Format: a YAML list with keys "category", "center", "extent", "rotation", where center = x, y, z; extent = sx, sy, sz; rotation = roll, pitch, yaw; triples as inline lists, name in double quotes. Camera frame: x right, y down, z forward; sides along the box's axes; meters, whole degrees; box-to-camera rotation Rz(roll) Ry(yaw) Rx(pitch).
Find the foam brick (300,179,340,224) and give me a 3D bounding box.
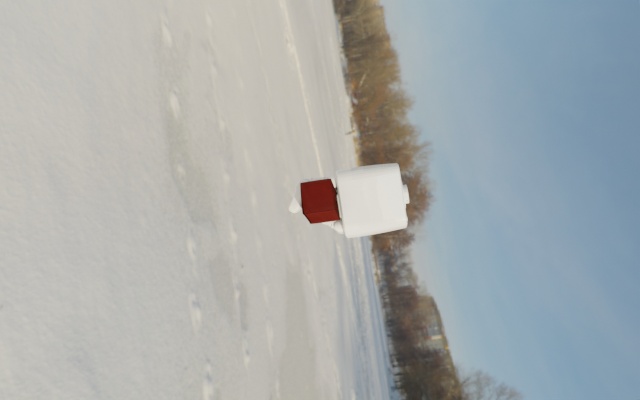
- category: "foam brick"
  center: [0.000, 0.003, 0.770]
  extent: [0.051, 0.053, 0.078]
  rotation: [-8, -15, 6]
